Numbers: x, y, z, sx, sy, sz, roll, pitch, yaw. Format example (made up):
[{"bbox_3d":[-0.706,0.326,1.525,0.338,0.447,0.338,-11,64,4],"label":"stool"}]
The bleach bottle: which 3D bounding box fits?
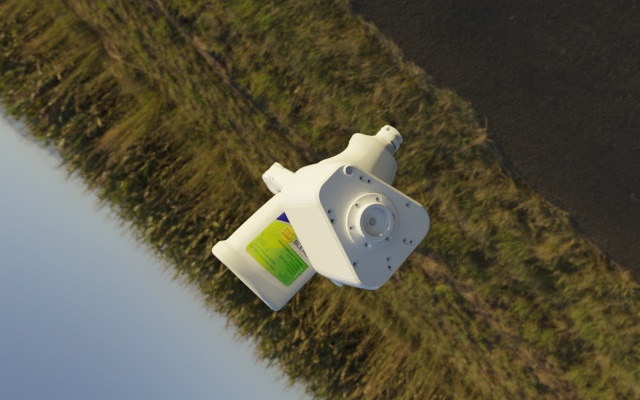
[{"bbox_3d":[0.000,0.002,0.553,0.102,0.251,0.068,46,-13,-12],"label":"bleach bottle"}]
